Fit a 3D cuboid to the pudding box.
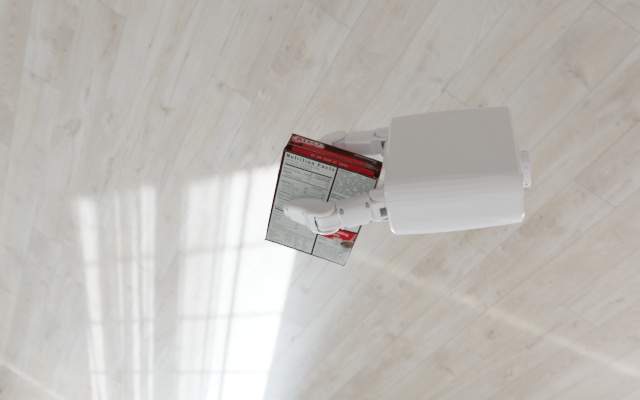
[{"bbox_3d":[0.000,0.002,0.459,0.090,0.114,0.039,19,33,3],"label":"pudding box"}]
